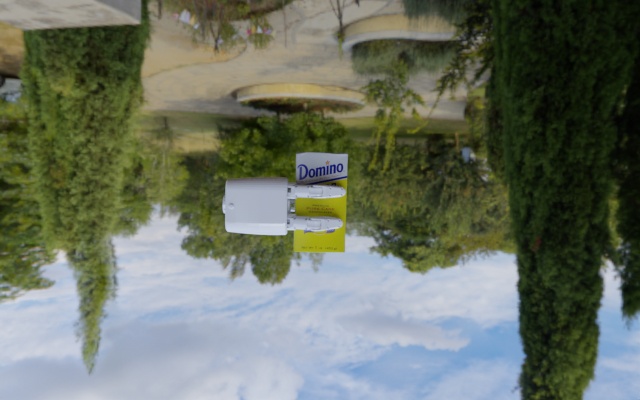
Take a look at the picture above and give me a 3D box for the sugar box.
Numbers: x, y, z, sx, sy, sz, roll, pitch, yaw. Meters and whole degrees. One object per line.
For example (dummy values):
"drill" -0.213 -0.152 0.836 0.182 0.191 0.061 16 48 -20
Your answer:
"sugar box" 0.000 0.003 0.851 0.093 0.176 0.048 1 4 -2
